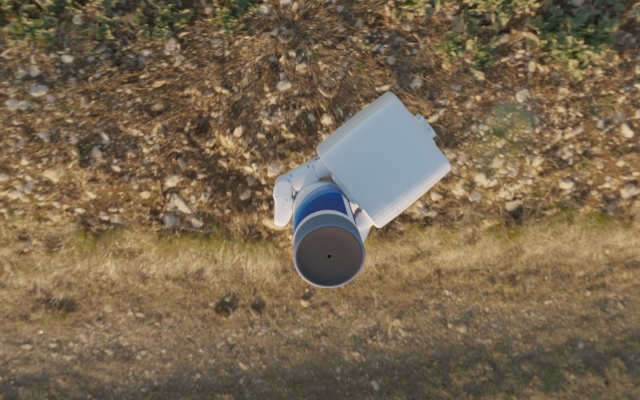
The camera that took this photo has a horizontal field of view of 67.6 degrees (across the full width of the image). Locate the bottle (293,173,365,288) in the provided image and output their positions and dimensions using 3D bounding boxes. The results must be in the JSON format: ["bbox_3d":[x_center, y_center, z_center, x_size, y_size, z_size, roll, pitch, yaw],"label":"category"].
[{"bbox_3d":[0.000,0.002,0.576,0.069,0.069,0.295,0,20,-3],"label":"bottle"}]
